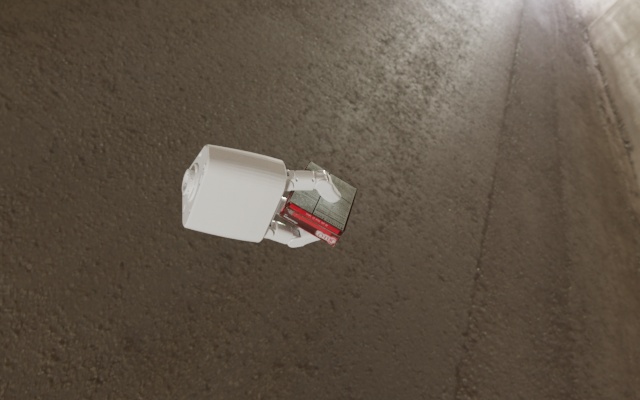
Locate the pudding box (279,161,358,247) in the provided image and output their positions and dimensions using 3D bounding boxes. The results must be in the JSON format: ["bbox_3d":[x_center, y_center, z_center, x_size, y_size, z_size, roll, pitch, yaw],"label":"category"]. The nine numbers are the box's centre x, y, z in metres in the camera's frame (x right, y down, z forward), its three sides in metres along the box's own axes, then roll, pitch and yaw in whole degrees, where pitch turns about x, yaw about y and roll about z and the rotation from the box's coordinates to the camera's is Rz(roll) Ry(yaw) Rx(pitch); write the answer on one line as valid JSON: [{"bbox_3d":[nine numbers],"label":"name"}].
[{"bbox_3d":[0.000,0.002,0.694,0.090,0.039,0.113,31,40,-6],"label":"pudding box"}]
